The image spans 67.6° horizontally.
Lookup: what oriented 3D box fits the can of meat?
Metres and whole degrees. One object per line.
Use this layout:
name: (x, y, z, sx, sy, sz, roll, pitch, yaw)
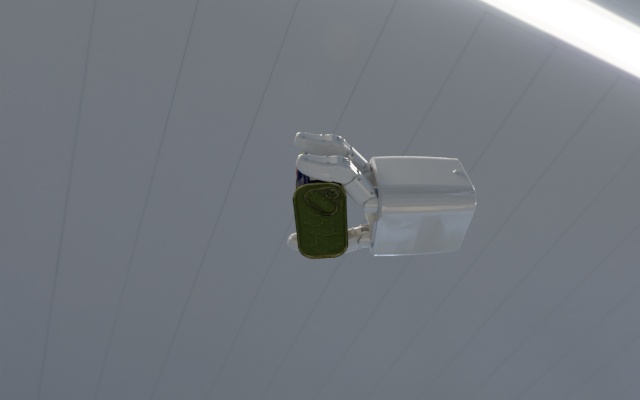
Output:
can of meat: (0.000, 0.002, 0.554, 0.057, 0.102, 0.084, -4, 34, 1)
